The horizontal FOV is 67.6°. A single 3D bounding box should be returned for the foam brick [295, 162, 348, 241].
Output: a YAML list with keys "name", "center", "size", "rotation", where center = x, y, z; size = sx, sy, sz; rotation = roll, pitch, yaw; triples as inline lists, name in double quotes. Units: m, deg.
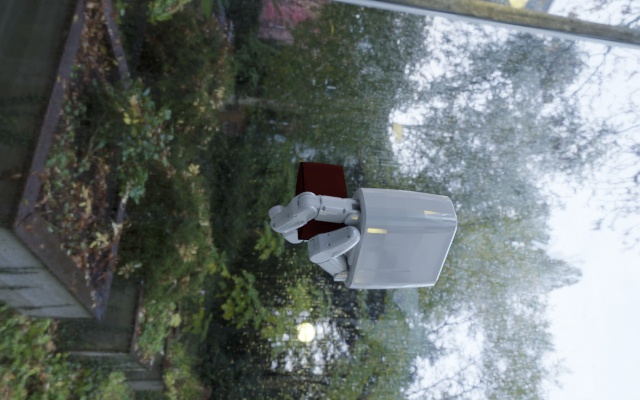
- name: "foam brick"
  center: [0.000, 0.002, 0.551]
  size: [0.051, 0.078, 0.053]
  rotation: [2, -39, -10]
